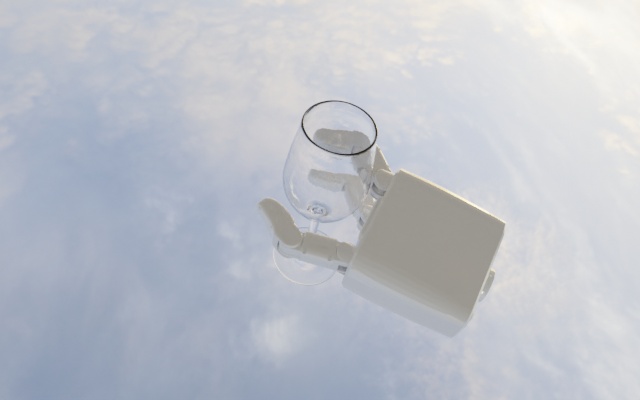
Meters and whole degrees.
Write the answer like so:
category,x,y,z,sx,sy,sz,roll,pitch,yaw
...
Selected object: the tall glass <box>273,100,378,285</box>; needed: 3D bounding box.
category,x,y,z,sx,sy,sz,roll,pitch,yaw
tall glass,0.000,0.002,0.453,0.079,0.079,0.201,0,-37,-11
